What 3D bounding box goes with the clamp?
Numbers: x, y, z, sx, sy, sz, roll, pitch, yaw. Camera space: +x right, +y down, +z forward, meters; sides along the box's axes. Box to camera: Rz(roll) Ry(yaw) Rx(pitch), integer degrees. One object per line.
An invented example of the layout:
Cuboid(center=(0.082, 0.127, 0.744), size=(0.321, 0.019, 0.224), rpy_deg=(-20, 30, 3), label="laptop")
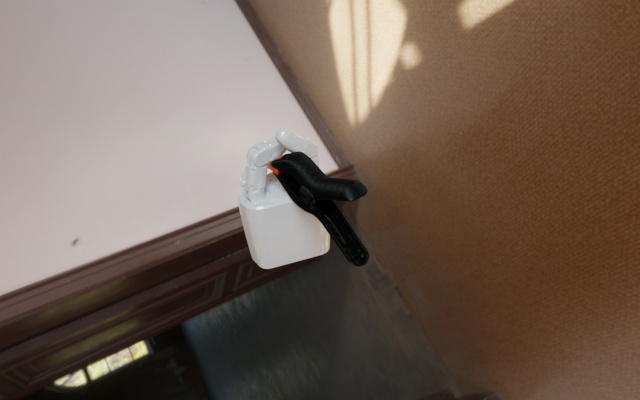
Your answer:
Cuboid(center=(-0.001, 0.002, 0.559), size=(0.039, 0.120, 0.171), rpy_deg=(-24, 37, -25), label="clamp")
